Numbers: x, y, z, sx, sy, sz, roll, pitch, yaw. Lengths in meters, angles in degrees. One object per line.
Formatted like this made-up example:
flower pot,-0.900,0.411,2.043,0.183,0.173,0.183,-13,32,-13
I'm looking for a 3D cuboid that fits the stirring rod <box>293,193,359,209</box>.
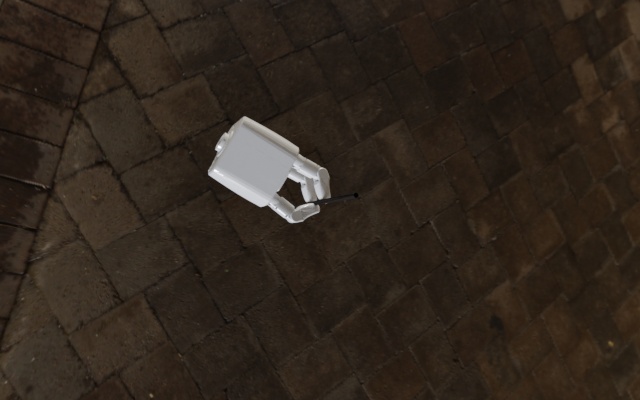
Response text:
stirring rod,0.000,0.003,0.808,0.011,0.011,0.239,0,-5,-26
